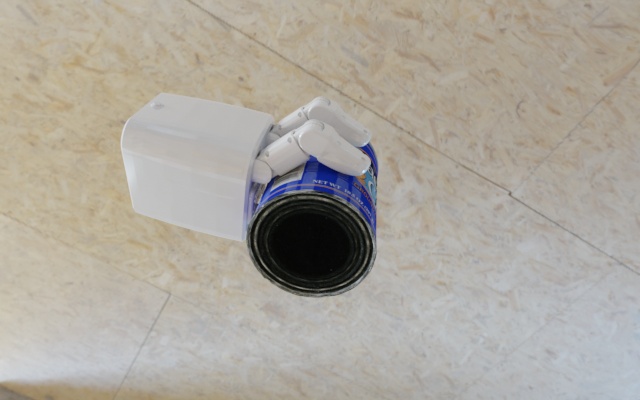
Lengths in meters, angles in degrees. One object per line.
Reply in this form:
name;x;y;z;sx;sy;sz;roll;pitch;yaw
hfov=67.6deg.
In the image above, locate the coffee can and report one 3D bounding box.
coffee can;0.000;0.001;0.428;0.103;0.103;0.140;0;31;7
